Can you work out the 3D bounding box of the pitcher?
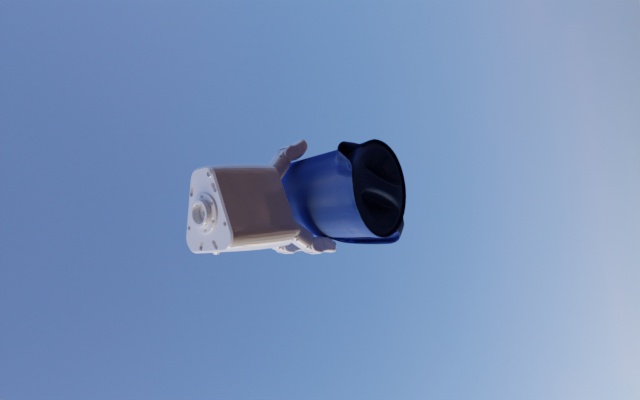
[{"bbox_3d":[0.000,0.002,0.717,0.243,0.149,0.145,-7,-1,40],"label":"pitcher"}]
